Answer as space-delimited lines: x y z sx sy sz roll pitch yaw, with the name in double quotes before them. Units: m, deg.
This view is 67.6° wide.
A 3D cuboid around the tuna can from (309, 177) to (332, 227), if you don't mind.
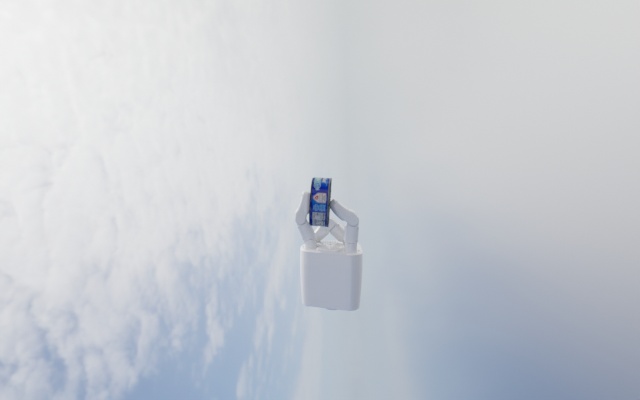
"tuna can" 0.000 0.003 0.824 0.034 0.086 0.086 4 0 3
